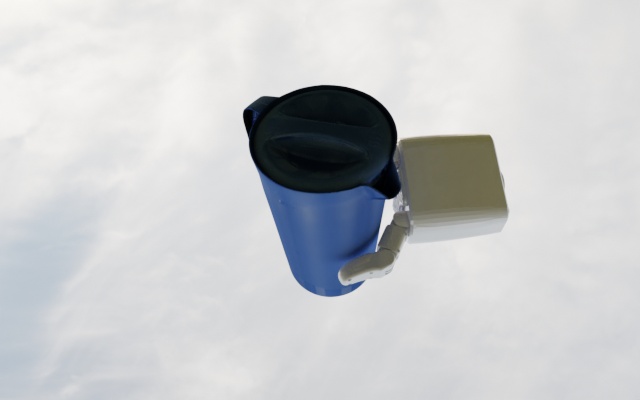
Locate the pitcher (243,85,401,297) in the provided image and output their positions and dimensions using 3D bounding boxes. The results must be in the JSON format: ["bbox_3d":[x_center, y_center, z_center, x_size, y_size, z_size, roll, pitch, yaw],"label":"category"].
[{"bbox_3d":[0.000,0.002,0.521,0.145,0.149,0.243,-5,-36,-1],"label":"pitcher"}]
